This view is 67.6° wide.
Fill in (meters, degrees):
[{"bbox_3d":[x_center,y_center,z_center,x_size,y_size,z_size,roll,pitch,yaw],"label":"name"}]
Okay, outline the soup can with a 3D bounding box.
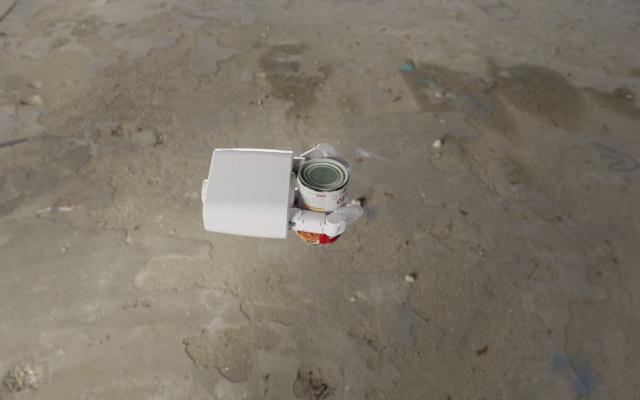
[{"bbox_3d":[0.001,0.002,0.639,0.068,0.102,0.068,3,43,-3],"label":"soup can"}]
